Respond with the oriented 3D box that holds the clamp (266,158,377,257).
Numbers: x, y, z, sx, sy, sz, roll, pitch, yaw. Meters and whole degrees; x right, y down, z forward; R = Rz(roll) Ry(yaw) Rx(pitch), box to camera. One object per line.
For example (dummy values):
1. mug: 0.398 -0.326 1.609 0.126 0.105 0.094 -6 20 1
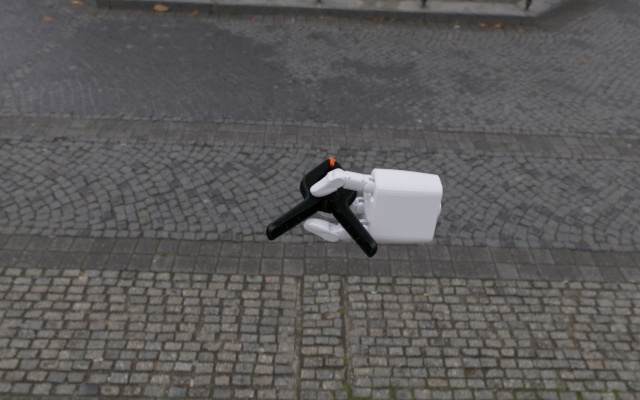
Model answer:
1. clamp: 0.000 0.002 0.763 0.164 0.036 0.209 6 41 -7
